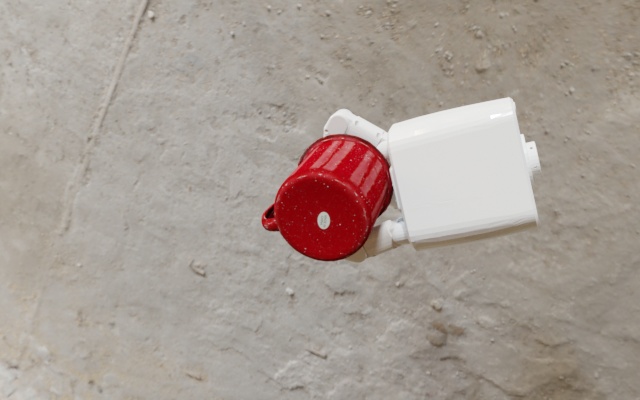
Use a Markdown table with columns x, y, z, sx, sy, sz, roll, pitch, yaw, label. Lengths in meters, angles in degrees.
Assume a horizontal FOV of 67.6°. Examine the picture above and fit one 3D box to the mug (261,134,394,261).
| x | y | z | sx | sy | sz | roll | pitch | yaw | label |
| --- | --- | --- | --- | --- | --- | --- | --- | --- | --- |
| -0.001 | 0.002 | 0.414 | 0.117 | 0.093 | 0.081 | -13 | 19 | 23 | mug |
